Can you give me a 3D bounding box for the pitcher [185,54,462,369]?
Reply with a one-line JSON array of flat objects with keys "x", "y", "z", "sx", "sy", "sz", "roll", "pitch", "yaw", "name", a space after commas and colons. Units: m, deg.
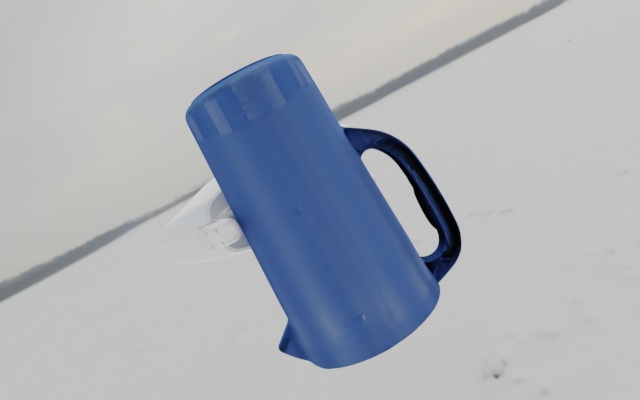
[{"x": 0.000, "y": 0.001, "z": 0.410, "sx": 0.145, "sy": 0.243, "sz": 0.149, "roll": -21, "pitch": 11, "yaw": 45, "name": "pitcher"}]
